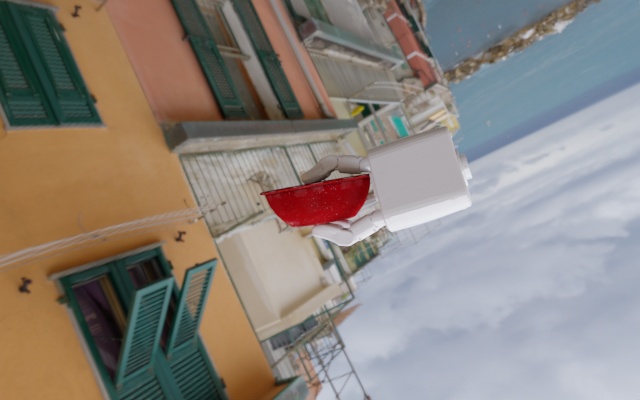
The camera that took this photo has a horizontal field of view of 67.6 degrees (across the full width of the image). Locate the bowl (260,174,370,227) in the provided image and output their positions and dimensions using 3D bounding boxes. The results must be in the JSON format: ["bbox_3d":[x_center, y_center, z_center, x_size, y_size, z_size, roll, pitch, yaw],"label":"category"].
[{"bbox_3d":[-0.001,0.003,0.662,0.162,0.055,0.162,-9,1,0],"label":"bowl"}]
